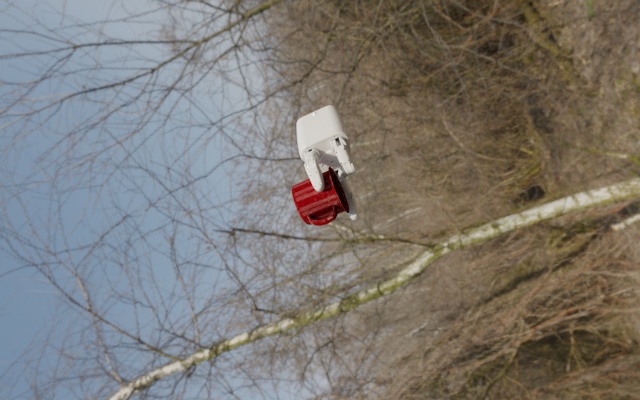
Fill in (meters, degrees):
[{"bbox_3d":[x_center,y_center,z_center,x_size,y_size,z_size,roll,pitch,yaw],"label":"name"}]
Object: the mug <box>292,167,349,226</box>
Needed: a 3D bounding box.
[{"bbox_3d":[0.000,0.004,0.879,0.081,0.117,0.093,-22,-48,11],"label":"mug"}]
